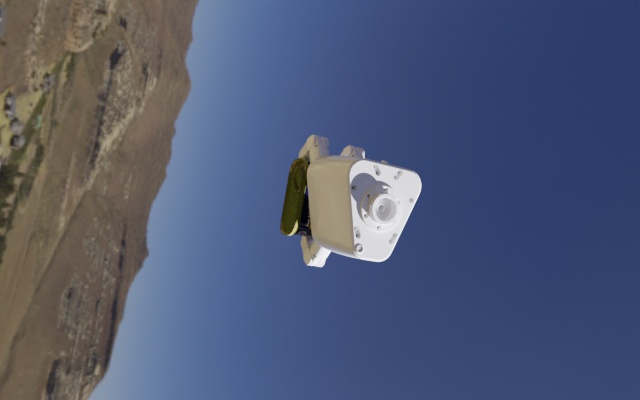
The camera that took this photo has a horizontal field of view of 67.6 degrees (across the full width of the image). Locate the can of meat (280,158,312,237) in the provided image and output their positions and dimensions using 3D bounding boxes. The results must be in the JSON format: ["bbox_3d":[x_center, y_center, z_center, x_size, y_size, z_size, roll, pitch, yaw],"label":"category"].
[{"bbox_3d":[0.000,0.002,0.637,0.084,0.102,0.057,11,-5,-23],"label":"can of meat"}]
